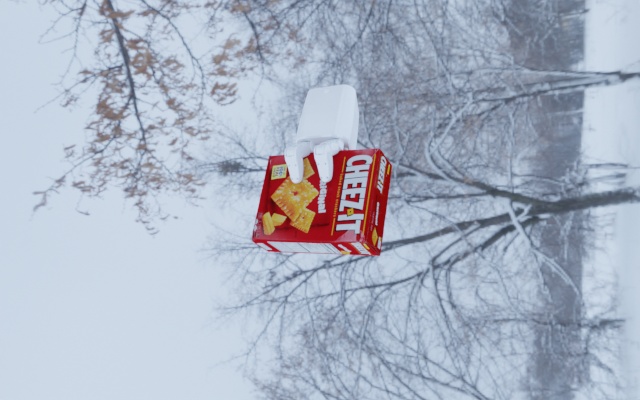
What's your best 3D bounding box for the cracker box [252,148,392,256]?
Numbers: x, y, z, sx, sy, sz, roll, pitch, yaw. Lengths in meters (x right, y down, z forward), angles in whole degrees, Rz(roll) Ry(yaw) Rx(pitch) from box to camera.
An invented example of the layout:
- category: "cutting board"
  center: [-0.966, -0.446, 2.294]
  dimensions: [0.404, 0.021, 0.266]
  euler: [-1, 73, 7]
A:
- category: "cracker box"
  center: [0.000, 0.003, 0.801]
  dimensions: [0.213, 0.164, 0.072]
  euler: [-1, -23, 28]
